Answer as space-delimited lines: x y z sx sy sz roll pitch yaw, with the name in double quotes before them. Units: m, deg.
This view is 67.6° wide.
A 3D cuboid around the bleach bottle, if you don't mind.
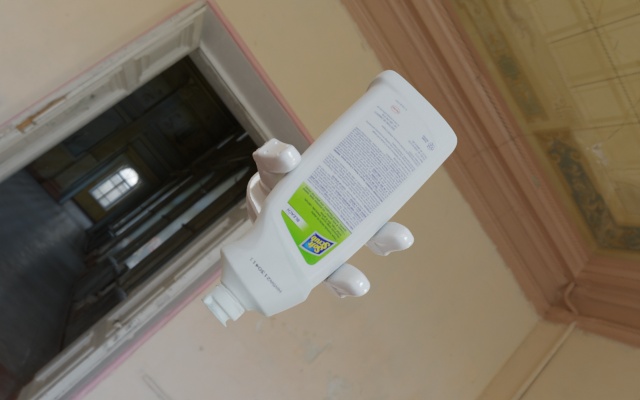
"bleach bottle" 0.000 0.001 0.407 0.250 0.102 0.068 -42 -6 -17
